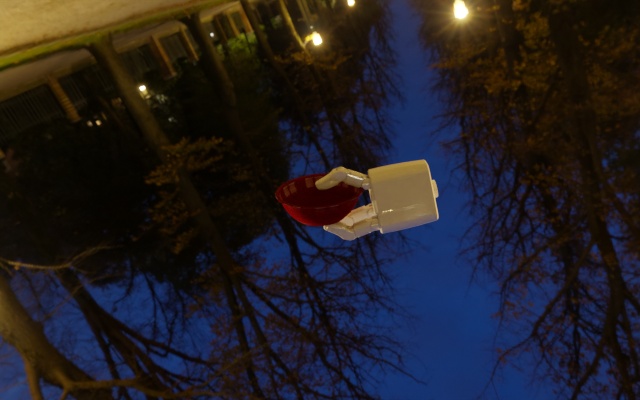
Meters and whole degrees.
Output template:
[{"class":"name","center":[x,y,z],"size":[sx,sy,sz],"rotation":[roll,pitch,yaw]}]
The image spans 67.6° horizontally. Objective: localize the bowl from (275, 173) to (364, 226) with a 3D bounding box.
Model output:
[{"class":"bowl","center":[-0.001,0.003,0.878],"size":[0.162,0.055,0.162],"rotation":[-4,24,2]}]
